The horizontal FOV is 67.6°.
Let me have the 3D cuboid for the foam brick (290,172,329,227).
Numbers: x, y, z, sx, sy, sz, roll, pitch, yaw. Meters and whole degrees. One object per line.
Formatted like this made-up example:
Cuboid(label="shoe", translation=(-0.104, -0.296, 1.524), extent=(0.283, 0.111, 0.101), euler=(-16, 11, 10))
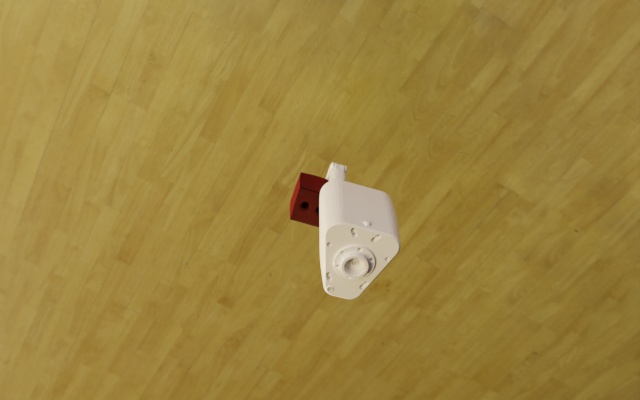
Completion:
Cuboid(label="foam brick", translation=(0.000, 0.002, 0.668), extent=(0.078, 0.053, 0.051), euler=(15, 28, -8))
